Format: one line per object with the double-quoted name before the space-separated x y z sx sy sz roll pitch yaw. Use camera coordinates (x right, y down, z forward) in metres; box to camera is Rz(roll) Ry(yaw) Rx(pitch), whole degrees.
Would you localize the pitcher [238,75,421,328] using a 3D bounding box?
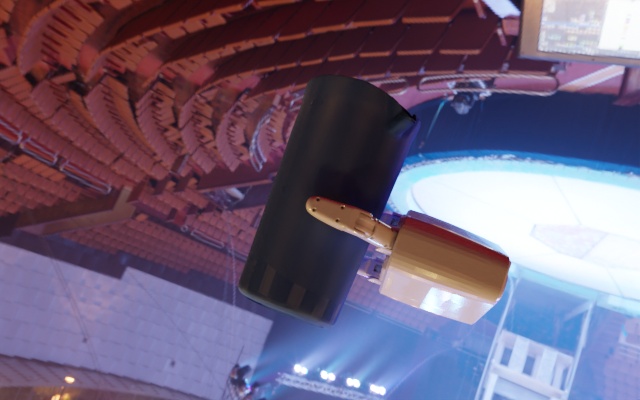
"pitcher" 0.000 0.002 0.517 0.145 0.243 0.149 20 -10 9
